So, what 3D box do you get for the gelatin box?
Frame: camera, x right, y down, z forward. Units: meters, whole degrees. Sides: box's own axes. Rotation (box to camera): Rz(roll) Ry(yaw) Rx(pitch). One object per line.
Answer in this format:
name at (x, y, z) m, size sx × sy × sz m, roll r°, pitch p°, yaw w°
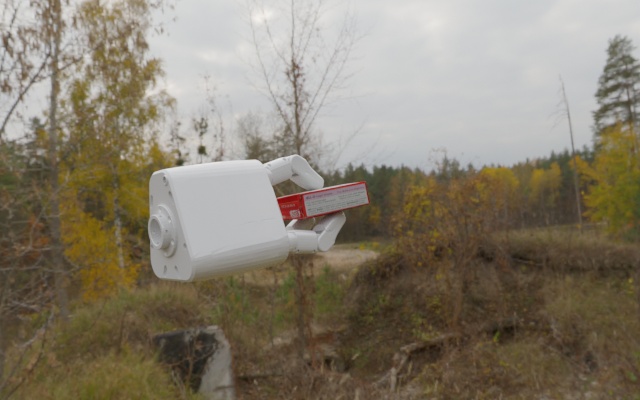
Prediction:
gelatin box at (0.000, 0.001, 0.552) m, size 0.089 × 0.030 × 0.073 m, roll -13°, pitch 2°, yaw -29°
